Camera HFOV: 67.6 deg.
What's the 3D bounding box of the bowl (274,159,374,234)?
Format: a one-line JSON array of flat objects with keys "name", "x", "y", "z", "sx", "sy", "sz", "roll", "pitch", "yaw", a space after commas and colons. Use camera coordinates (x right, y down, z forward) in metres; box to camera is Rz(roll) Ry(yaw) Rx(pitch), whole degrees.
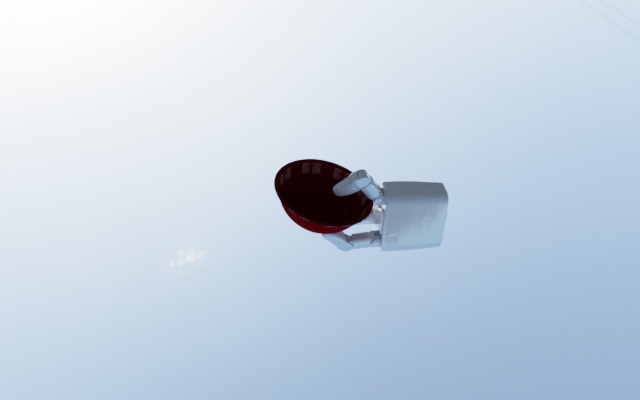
[{"name": "bowl", "x": -0.001, "y": 0.002, "z": 0.768, "sx": 0.162, "sy": 0.055, "sz": 0.162, "roll": 11, "pitch": 40, "yaw": -9}]
